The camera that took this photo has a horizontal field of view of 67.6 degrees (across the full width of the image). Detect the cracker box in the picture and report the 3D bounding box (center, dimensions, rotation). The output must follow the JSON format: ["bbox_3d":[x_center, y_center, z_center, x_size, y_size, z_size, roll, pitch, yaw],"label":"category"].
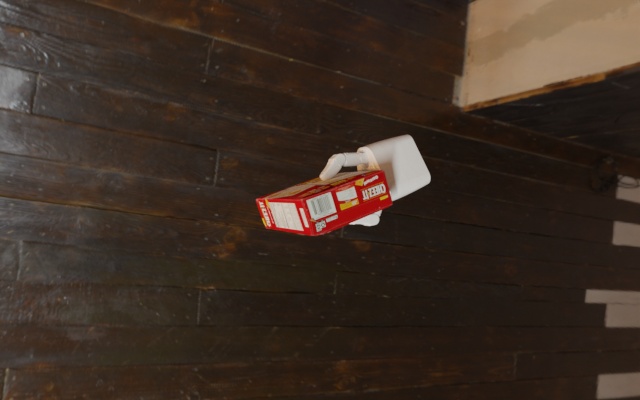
[{"bbox_3d":[0.000,0.003,0.866,0.164,0.072,0.213,-20,9,-25],"label":"cracker box"}]
